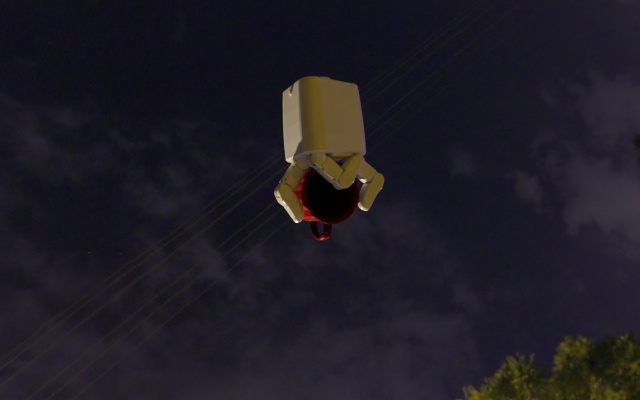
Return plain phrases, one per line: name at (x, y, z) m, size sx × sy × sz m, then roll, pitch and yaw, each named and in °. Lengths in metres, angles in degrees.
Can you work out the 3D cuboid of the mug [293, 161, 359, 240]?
mug at (0.000, 0.004, 0.734) m, size 0.093 × 0.117 × 0.081 m, roll -2°, pitch -3°, yaw -26°
